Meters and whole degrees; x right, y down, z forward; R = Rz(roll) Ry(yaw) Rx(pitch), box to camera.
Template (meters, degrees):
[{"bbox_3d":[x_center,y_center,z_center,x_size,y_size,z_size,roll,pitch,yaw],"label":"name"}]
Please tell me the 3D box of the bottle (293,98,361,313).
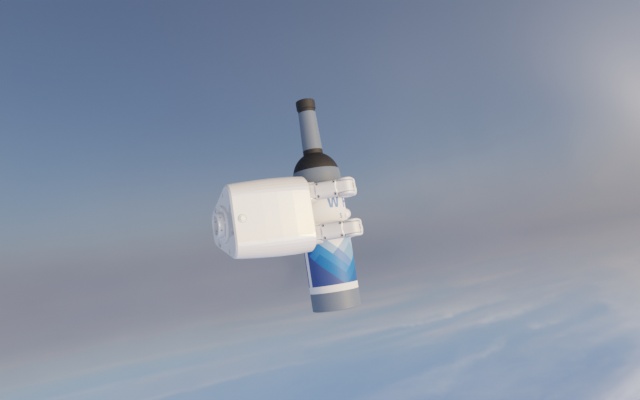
[{"bbox_3d":[0.000,0.002,0.666,0.069,0.295,0.069,-9,-7,-1],"label":"bottle"}]
